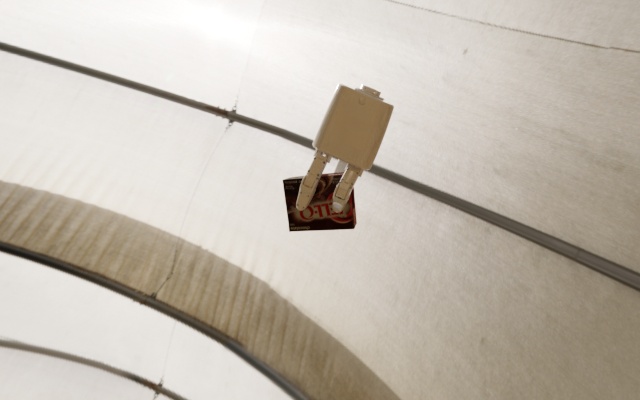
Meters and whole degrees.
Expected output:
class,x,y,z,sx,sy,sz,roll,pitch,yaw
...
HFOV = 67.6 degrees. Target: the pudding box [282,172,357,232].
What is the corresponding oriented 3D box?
class,x,y,z,sx,sy,sz,roll,pitch,yaw
pudding box,0.000,0.002,0.783,0.113,0.090,0.039,-3,12,16
